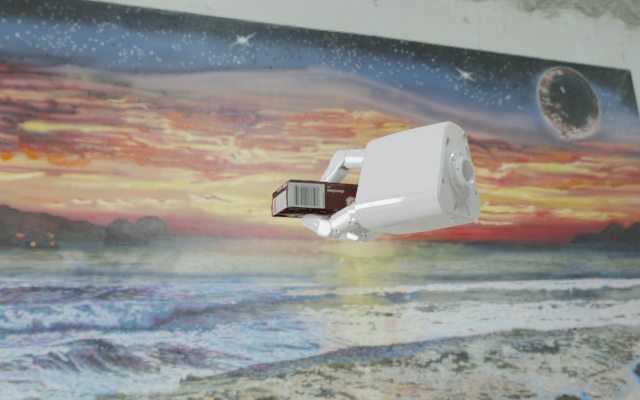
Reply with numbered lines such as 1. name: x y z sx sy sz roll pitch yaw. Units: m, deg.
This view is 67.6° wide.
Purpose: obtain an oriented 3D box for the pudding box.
1. pudding box: 0.000 0.002 0.622 0.113 0.039 0.090 5 -12 -17
